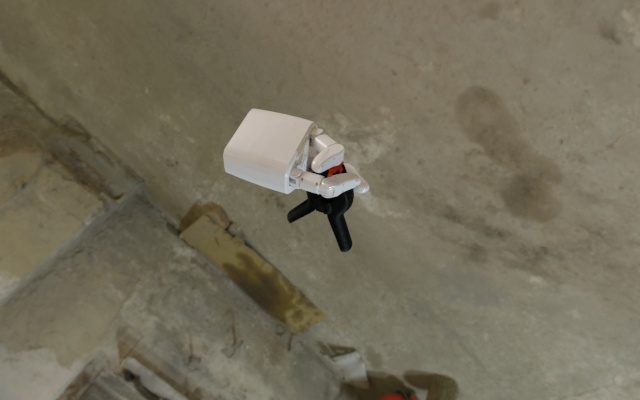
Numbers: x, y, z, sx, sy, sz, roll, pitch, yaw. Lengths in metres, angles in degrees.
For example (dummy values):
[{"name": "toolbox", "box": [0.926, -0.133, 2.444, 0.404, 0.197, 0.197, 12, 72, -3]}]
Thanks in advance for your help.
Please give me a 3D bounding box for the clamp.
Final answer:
[{"name": "clamp", "box": [0.000, 0.003, 0.751, 0.120, 0.172, 0.039, 17, 43, 15]}]
